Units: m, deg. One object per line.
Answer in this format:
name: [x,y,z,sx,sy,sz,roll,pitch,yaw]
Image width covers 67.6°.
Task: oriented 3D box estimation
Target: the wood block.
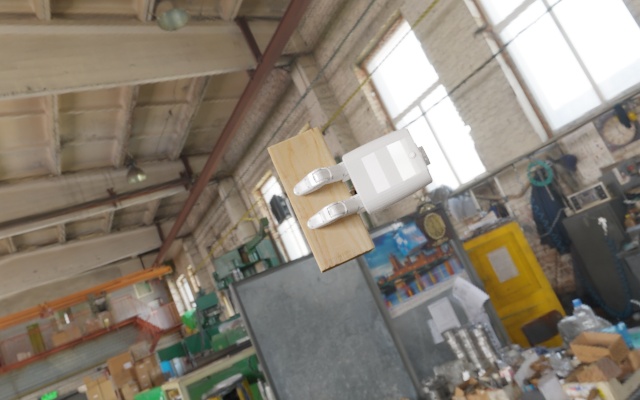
wood block: [0.000,0.002,0.761,0.090,0.206,0.091,-24,-10,-3]
